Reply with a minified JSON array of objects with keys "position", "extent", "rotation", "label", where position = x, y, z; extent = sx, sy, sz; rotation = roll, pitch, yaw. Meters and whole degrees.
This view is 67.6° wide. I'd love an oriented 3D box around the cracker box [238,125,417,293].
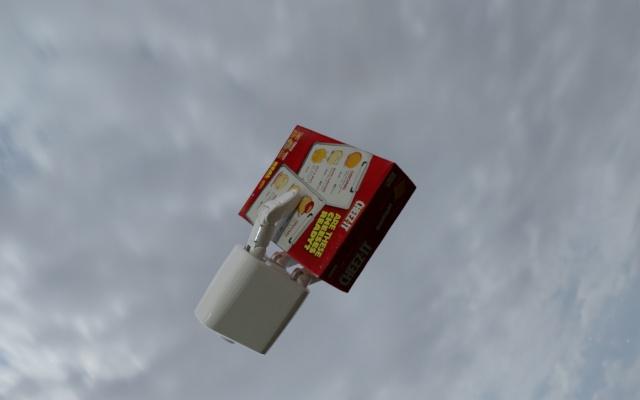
[{"position":[0.000,0.002,0.651],"extent":[0.072,0.164,0.213],"rotation":[36,-4,-42],"label":"cracker box"}]
